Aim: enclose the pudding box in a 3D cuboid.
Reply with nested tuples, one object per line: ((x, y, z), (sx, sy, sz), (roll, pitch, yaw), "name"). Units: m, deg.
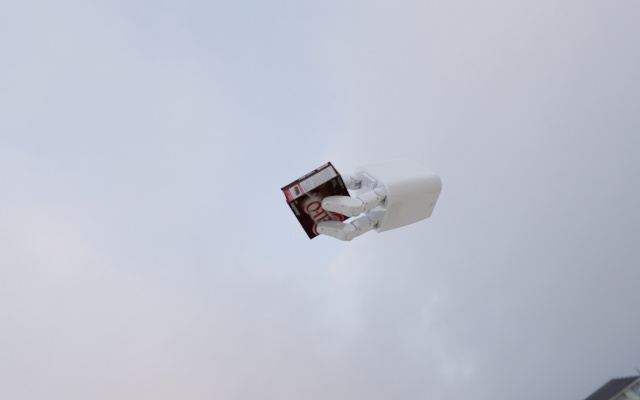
((0.000, 0.002, 0.742), (0.090, 0.039, 0.114), (-30, -41, -1), "pudding box")
